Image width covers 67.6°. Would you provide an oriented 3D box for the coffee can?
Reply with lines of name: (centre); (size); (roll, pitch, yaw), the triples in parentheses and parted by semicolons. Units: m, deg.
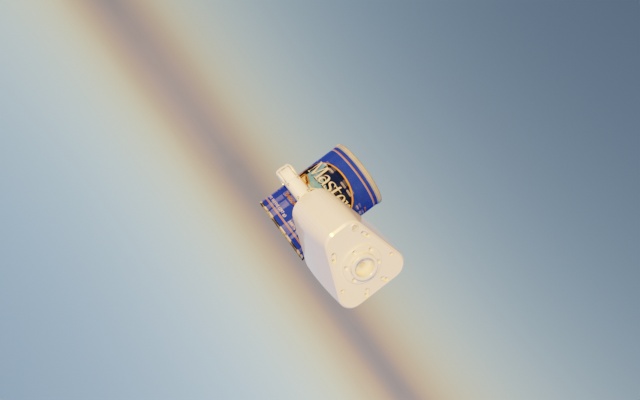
coffee can: (0.000, 0.002, 0.675); (0.140, 0.103, 0.103); (-37, 4, -6)
